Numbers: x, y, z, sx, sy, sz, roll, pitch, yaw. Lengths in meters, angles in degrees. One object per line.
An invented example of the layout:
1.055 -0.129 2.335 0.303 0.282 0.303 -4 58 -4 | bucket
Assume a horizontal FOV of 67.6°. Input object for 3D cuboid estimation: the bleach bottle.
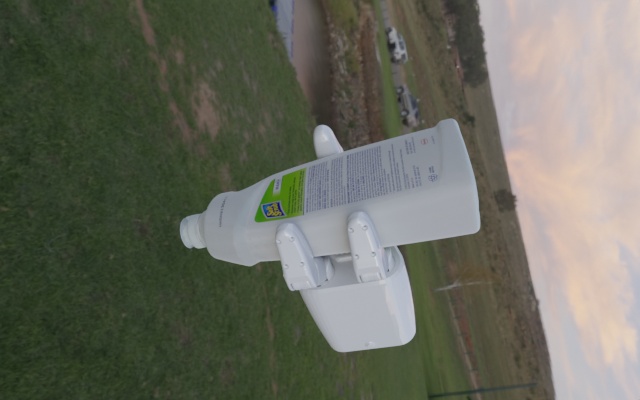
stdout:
0.000 0.001 0.414 0.251 0.068 0.102 -10 40 12 | bleach bottle
